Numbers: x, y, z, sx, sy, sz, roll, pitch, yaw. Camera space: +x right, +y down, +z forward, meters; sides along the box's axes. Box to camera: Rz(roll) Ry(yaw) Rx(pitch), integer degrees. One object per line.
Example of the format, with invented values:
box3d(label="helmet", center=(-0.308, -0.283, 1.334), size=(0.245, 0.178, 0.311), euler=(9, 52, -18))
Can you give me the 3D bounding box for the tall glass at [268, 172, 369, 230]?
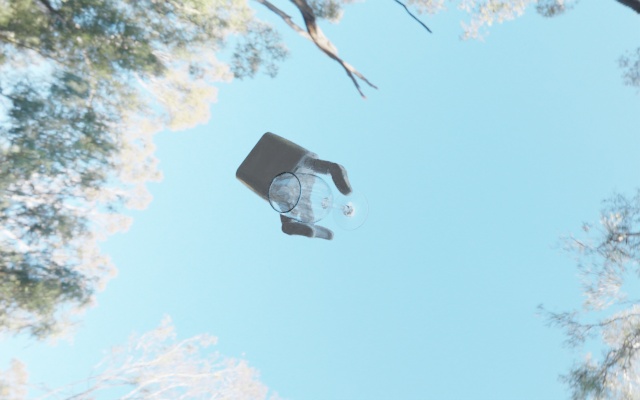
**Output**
box3d(label="tall glass", center=(0.001, 0.003, 0.783), size=(0.079, 0.079, 0.201), euler=(0, -8, 33))
